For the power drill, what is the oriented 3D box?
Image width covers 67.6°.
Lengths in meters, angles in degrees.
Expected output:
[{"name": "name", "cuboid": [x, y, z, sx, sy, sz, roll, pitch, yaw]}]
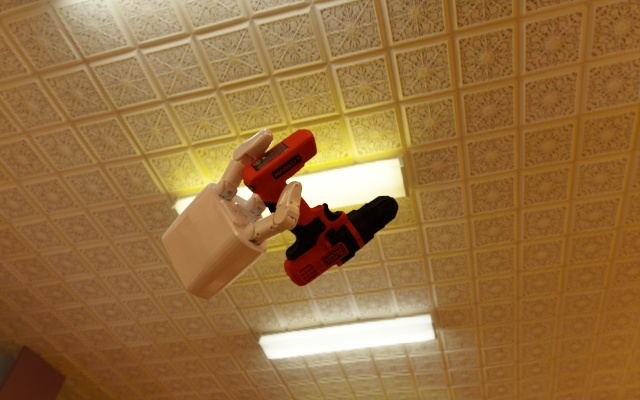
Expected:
[{"name": "power drill", "cuboid": [0.000, 0.002, 0.635, 0.184, 0.188, 0.057, -36, 26, -8]}]
